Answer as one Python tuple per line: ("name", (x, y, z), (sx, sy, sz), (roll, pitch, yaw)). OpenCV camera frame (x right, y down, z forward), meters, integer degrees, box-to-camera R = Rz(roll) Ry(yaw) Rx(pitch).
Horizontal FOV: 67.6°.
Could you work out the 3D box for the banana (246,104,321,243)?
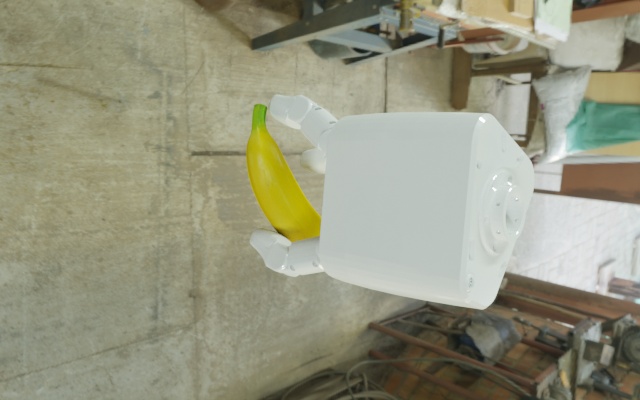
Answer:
("banana", (-0.010, 0.012, 0.419), (0.037, 0.069, 0.198), (1, -44, 42))
